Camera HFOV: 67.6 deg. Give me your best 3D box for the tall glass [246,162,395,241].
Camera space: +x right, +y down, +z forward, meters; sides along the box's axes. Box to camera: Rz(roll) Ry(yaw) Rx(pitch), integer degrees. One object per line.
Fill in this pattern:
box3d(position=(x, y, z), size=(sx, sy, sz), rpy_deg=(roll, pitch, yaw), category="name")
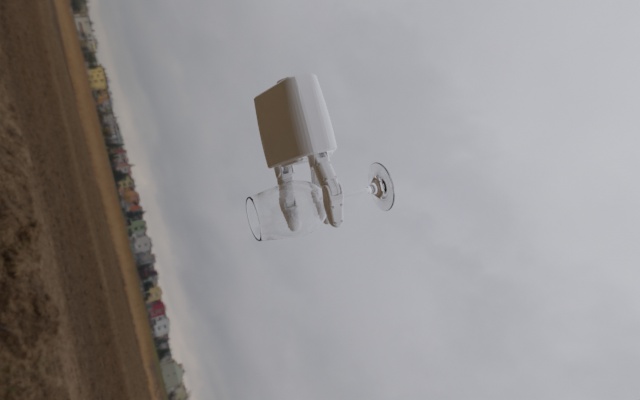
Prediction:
box3d(position=(0.001, 0.002, 0.672), size=(0.201, 0.079, 0.079), rpy_deg=(-15, 5, -22), category="tall glass")
